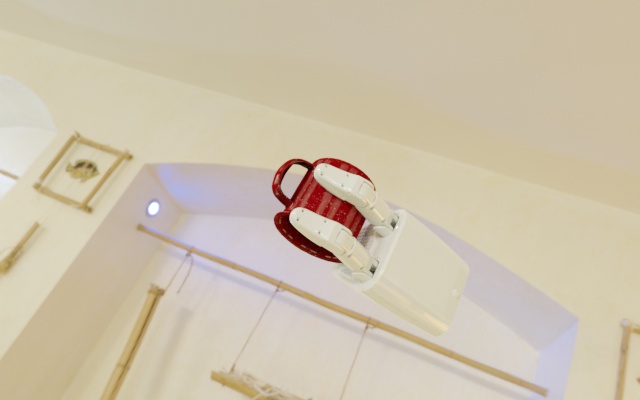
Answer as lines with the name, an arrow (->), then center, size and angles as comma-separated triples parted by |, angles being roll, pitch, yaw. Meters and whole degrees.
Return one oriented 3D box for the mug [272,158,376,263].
mug -> -0.001, 0.001, 0.510 | 0.117, 0.081, 0.093 | 38, -27, -18
